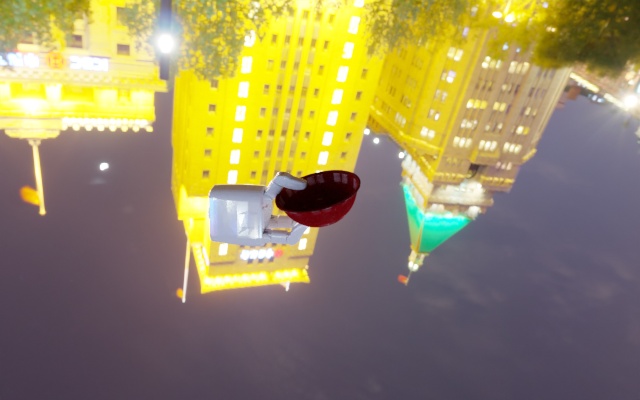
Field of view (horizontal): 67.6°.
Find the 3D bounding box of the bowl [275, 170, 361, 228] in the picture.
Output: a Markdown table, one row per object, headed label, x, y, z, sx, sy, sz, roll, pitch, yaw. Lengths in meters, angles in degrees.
| label | x | y | z | sx | sy | sz | roll | pitch | yaw |
| --- | --- | --- | --- | --- | --- | --- | --- | --- | --- |
| bowl | 0.001 | 0.003 | 0.882 | 0.162 | 0.055 | 0.162 | -12 | 26 | 6 |
